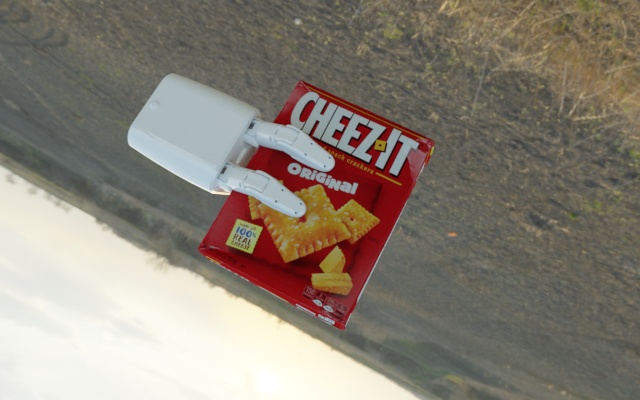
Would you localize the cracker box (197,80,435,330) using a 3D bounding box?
[{"bbox_3d":[0.000,0.002,0.503,0.164,0.213,0.072,26,-14,9],"label":"cracker box"}]
